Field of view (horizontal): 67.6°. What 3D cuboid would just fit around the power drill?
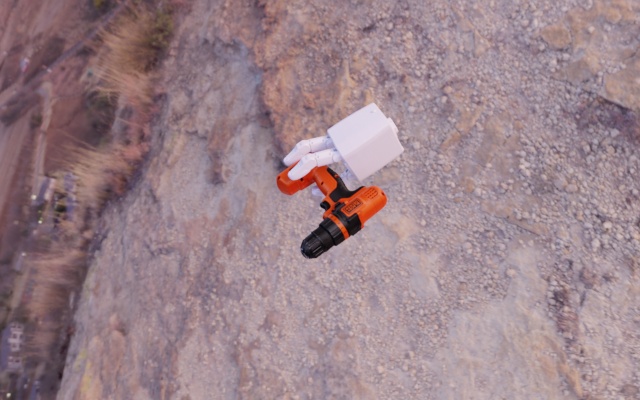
[{"bbox_3d":[0.000,0.002,0.881,0.184,0.057,0.187,-36,55,-16],"label":"power drill"}]
